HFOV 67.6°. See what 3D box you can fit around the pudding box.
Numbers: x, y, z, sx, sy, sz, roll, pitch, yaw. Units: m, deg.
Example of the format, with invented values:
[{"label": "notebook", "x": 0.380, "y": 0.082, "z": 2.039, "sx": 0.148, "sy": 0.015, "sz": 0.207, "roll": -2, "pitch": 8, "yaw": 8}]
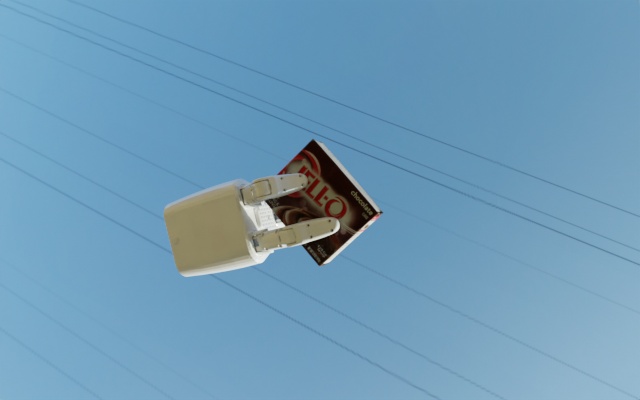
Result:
[{"label": "pudding box", "x": 0.000, "y": 0.002, "z": 0.536, "sx": 0.090, "sy": 0.113, "sz": 0.039, "roll": -44, "pitch": -10, "yaw": 15}]
